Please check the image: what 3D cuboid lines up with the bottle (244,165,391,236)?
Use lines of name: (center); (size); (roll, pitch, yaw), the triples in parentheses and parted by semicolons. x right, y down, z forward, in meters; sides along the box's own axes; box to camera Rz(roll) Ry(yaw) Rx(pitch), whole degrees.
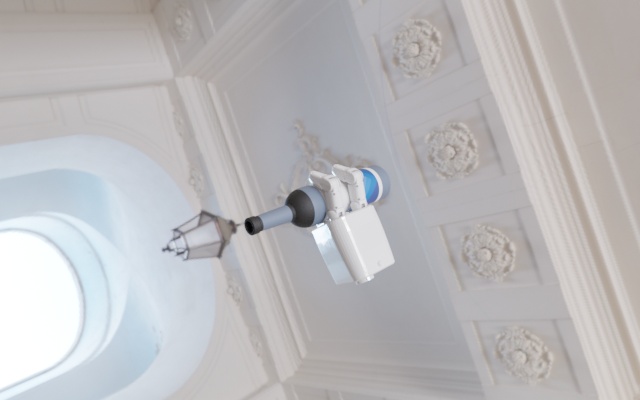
bottle: (0.000, 0.002, 0.805); (0.295, 0.069, 0.069); (-19, 13, -40)
